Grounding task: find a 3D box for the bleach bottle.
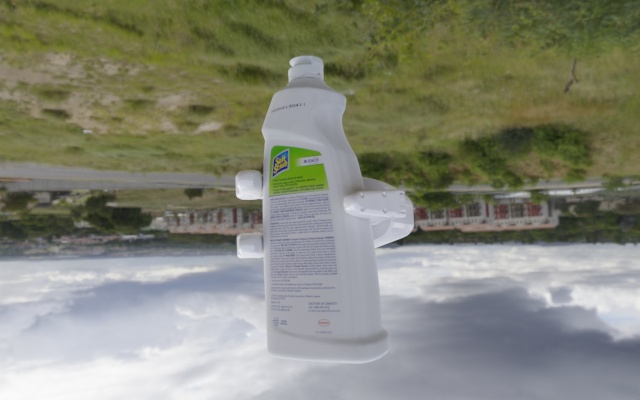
[{"bbox_3d":[0.000,0.001,0.405,0.102,0.251,0.068,-5,-6,24],"label":"bleach bottle"}]
